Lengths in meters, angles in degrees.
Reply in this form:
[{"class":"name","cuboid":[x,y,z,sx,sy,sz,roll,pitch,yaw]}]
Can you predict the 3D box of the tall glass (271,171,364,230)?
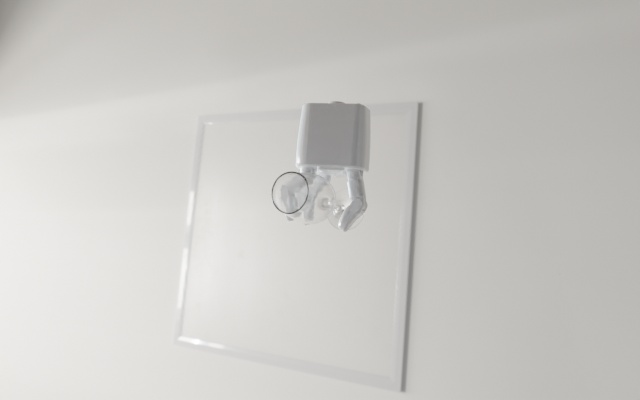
[{"class":"tall glass","cuboid":[0.000,0.003,0.765,0.079,0.079,0.201,0,-8,27]}]
